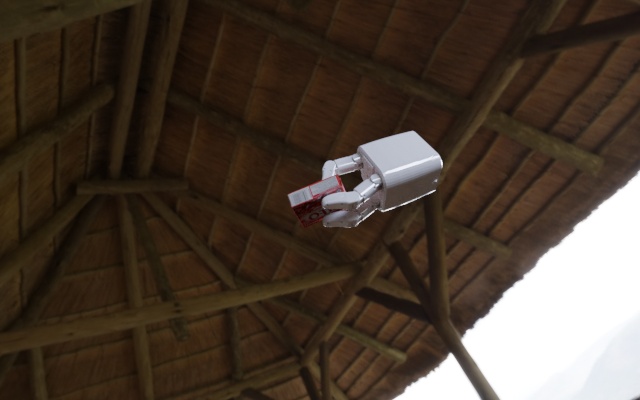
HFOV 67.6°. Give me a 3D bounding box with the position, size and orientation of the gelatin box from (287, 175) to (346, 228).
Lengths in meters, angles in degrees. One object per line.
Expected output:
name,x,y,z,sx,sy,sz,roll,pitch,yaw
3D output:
gelatin box,0.000,0.002,0.779,0.089,0.030,0.073,-22,-33,3
